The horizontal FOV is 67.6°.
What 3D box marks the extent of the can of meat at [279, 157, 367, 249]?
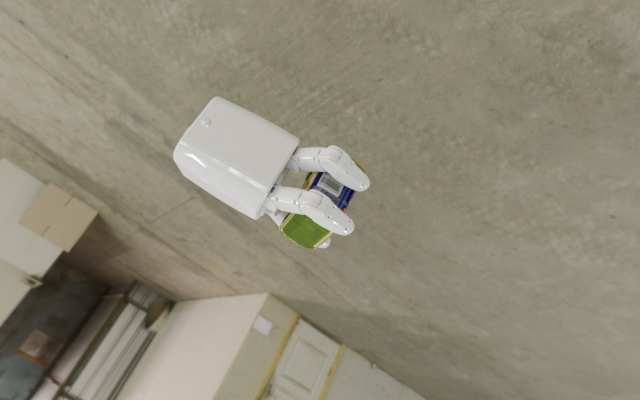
[{"bbox_3d":[0.000,0.002,0.556,0.057,0.084,0.102,32,-29,-6],"label":"can of meat"}]
